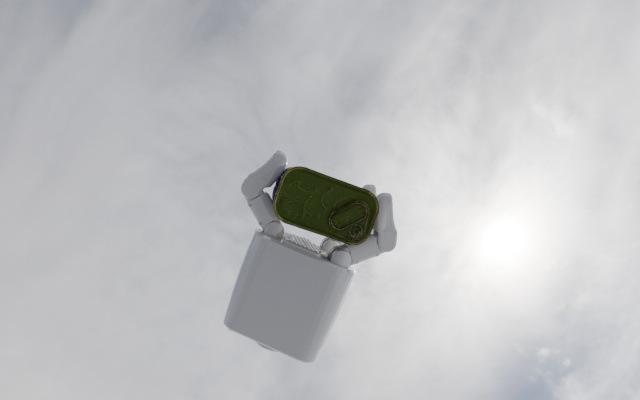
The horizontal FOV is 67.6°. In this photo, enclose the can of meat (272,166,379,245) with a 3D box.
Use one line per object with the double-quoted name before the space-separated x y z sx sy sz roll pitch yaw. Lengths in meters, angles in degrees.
"can of meat" 0.000 0.002 0.501 0.102 0.057 0.084 19 3 -11
